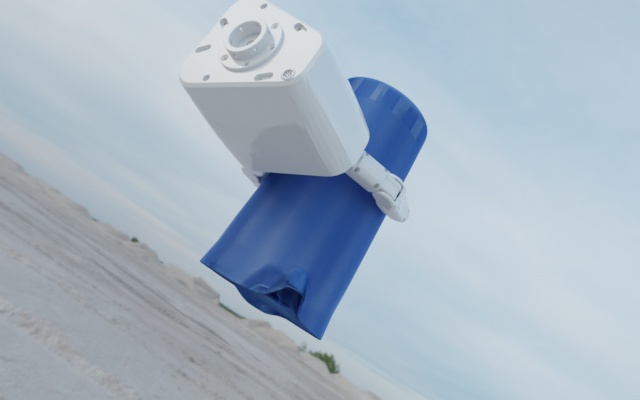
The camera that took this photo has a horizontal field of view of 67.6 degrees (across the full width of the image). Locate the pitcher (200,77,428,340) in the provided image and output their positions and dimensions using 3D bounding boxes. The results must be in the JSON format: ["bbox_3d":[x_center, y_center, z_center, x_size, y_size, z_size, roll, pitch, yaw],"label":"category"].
[{"bbox_3d":[0.000,0.002,0.481,0.149,0.242,0.145,24,-18,32],"label":"pitcher"}]
